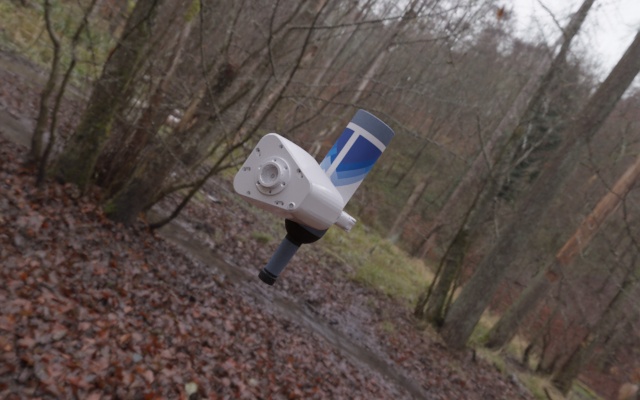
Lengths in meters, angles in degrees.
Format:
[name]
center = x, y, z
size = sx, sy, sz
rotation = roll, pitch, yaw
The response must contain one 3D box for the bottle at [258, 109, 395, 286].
[bottle]
center = 0.000, 0.002, 0.724
size = 0.069, 0.296, 0.069
rotation = 35, 2, -2
